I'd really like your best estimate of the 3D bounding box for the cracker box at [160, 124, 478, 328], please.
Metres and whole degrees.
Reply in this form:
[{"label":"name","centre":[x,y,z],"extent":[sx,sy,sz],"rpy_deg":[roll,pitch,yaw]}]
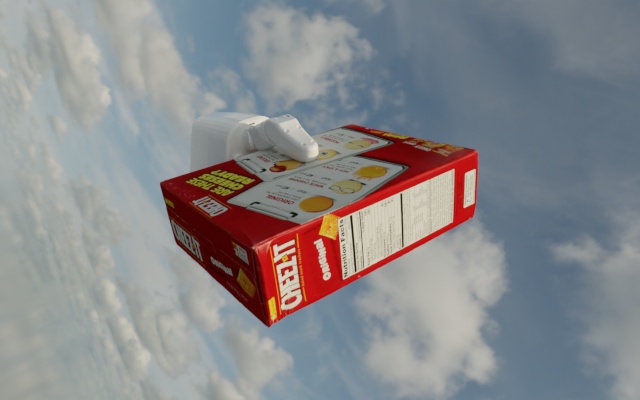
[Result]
[{"label":"cracker box","centre":[0.000,0.001,0.406],"extent":[0.213,0.072,0.164],"rpy_deg":[-22,28,-31]}]
